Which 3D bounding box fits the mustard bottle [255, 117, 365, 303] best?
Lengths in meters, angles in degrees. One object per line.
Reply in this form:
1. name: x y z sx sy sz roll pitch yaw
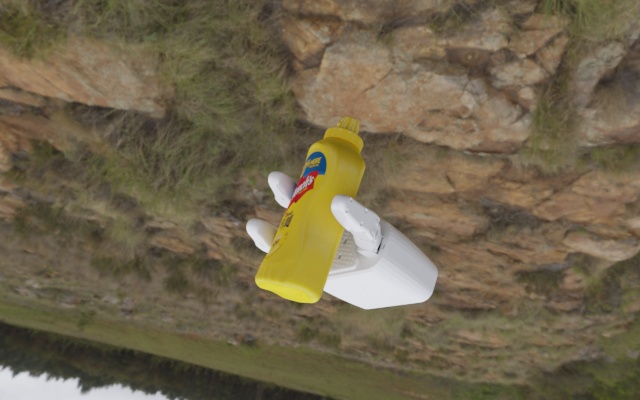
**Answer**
1. mustard bottle: 0.000 0.002 0.470 0.058 0.191 0.096 26 -19 -14
